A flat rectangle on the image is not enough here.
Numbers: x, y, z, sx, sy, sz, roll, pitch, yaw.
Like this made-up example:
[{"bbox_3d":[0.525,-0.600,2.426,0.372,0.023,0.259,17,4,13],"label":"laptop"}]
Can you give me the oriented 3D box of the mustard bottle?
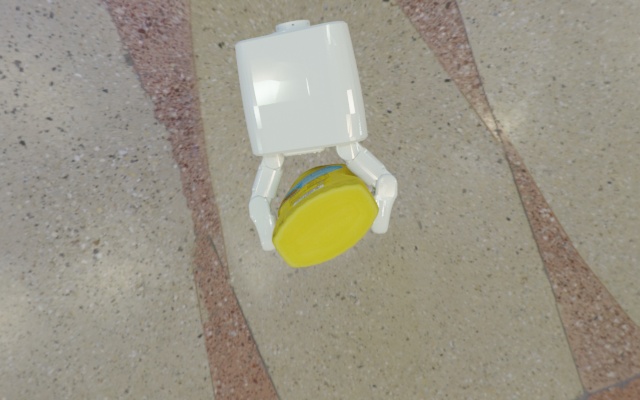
[{"bbox_3d":[0.000,0.002,0.496,0.096,0.058,0.191,-35,12,5],"label":"mustard bottle"}]
